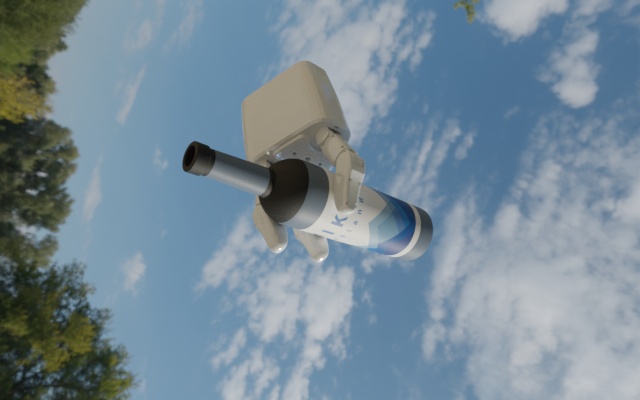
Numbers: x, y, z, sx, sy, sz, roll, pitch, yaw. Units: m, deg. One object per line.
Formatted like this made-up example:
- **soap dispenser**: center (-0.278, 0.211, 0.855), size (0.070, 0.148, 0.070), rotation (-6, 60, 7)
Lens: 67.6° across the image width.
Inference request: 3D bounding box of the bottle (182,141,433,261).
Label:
- **bottle**: center (0.000, 0.002, 0.489), size (0.296, 0.069, 0.069), rotation (19, -12, -38)
